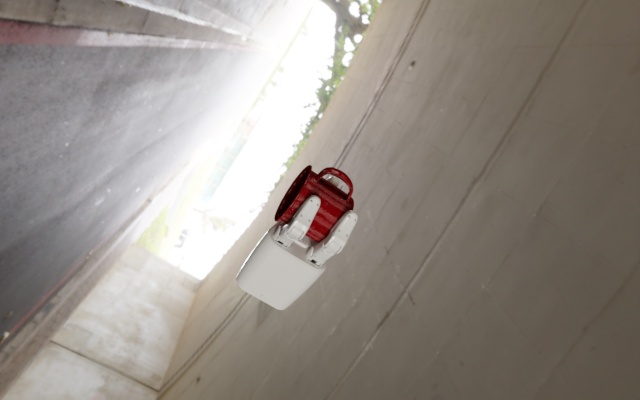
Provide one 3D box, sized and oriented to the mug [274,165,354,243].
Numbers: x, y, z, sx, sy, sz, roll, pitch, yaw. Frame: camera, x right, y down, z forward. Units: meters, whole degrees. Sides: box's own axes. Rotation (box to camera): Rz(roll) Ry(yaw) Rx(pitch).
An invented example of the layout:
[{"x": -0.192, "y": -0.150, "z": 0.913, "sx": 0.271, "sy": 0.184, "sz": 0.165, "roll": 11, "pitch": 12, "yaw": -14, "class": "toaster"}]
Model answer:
[{"x": 0.001, "y": 0.001, "z": 0.669, "sx": 0.081, "sy": 0.117, "sz": 0.093, "roll": 33, "pitch": 31, "yaw": -13, "class": "mug"}]
